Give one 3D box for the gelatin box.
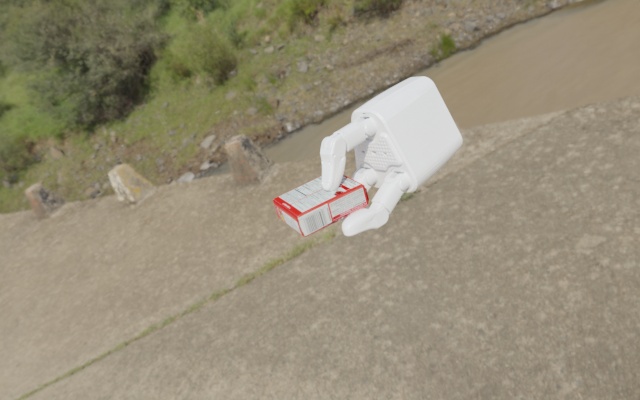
[{"bbox_3d":[0.000,0.002,0.550,0.089,0.030,0.073,-26,26,-19],"label":"gelatin box"}]
